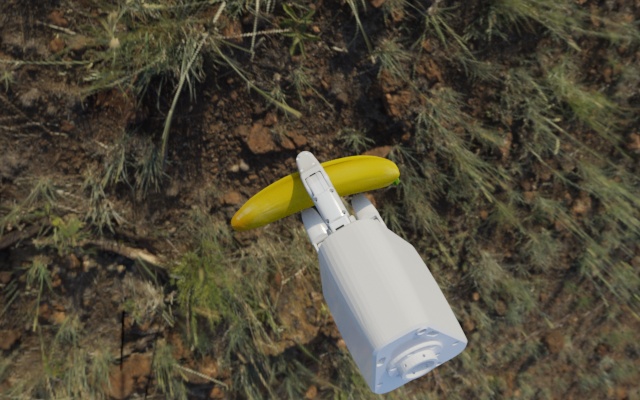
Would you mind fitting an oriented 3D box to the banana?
[{"bbox_3d":[0.005,-0.011,0.490,0.198,0.037,0.070,-14,-35,-17],"label":"banana"}]
